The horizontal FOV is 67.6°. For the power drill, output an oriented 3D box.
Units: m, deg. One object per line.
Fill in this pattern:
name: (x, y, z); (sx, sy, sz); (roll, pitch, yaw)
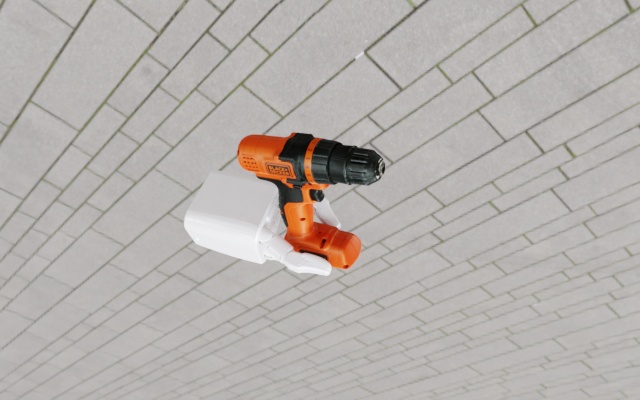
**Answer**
power drill: (0.000, 0.002, 0.591); (0.184, 0.188, 0.057); (11, 46, 28)
